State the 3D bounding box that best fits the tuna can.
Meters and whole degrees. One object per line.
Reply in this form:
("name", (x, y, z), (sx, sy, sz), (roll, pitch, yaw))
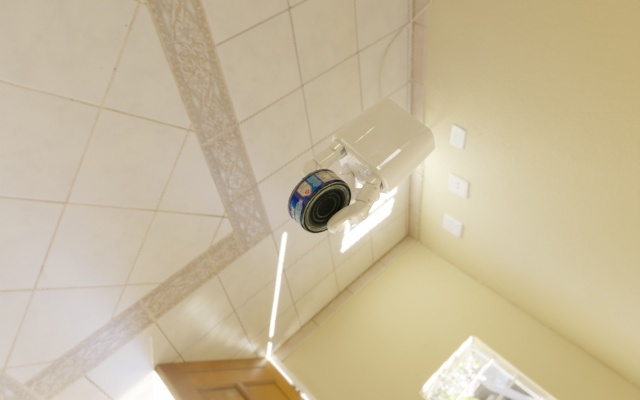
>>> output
("tuna can", (0.000, 0.002, 0.646), (0.086, 0.086, 0.033), (0, 33, -45))
